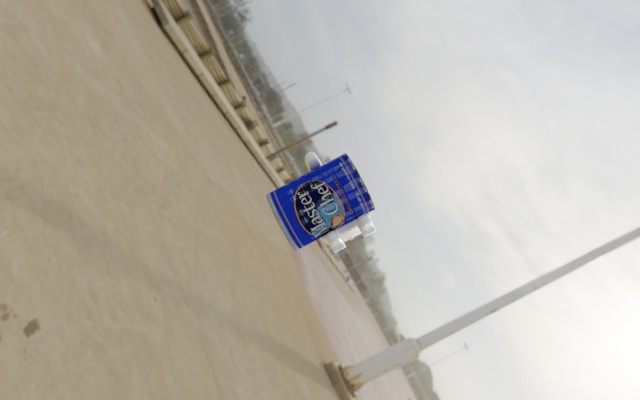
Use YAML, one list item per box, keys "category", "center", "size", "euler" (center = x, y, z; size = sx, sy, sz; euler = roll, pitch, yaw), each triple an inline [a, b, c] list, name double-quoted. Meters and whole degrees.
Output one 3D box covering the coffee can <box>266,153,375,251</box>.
- category: "coffee can"
  center: [0.000, 0.002, 0.752]
  size: [0.140, 0.103, 0.103]
  euler: [-28, 0, 0]
